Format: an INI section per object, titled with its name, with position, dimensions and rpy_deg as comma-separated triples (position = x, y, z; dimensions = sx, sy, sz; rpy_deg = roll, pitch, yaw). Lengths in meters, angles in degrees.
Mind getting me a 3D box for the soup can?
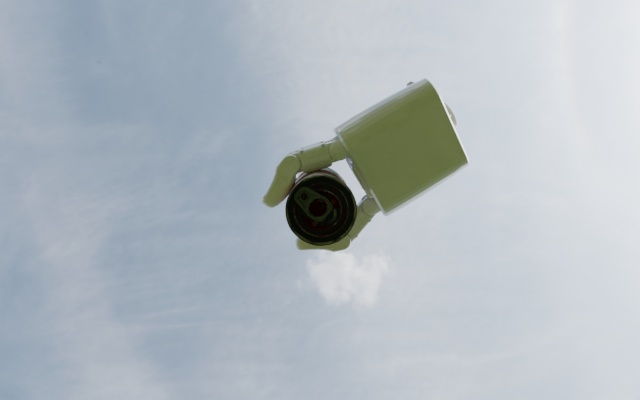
[soup can]
position = 0.000, 0.002, 0.498
dimensions = 0.068, 0.068, 0.102
rpy_deg = 0, 9, -1
